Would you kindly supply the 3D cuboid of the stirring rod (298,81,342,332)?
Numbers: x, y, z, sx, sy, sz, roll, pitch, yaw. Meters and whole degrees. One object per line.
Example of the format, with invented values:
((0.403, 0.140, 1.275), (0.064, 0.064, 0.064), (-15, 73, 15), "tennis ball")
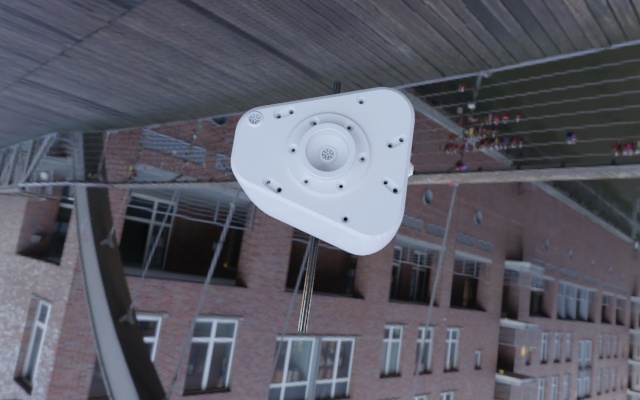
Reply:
((0.000, 0.001, 0.454), (0.011, 0.239, 0.011), (8, -8, 1), "stirring rod")
